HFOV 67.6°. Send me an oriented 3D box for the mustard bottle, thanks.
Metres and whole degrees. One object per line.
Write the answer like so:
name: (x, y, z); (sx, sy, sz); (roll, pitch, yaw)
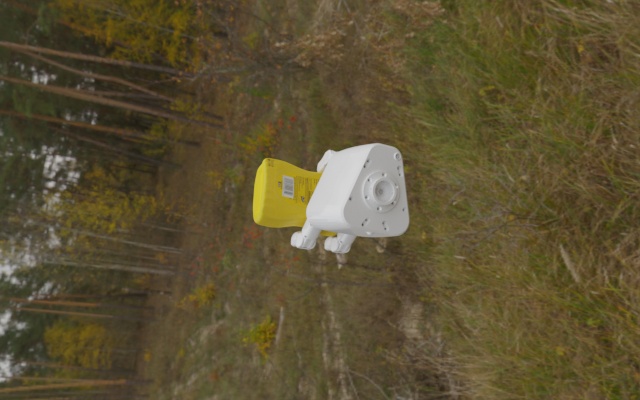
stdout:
mustard bottle: (0.000, 0.002, 0.704); (0.191, 0.096, 0.058); (11, -30, -21)
